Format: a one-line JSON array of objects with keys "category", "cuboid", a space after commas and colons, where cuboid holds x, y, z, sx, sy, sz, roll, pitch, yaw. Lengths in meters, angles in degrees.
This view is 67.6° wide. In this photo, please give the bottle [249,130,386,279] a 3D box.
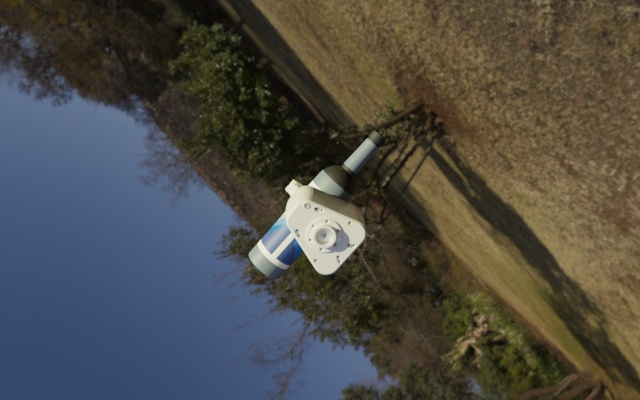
[{"category": "bottle", "cuboid": [0.000, 0.003, 0.796, 0.069, 0.296, 0.069, 41, 7, -6]}]
